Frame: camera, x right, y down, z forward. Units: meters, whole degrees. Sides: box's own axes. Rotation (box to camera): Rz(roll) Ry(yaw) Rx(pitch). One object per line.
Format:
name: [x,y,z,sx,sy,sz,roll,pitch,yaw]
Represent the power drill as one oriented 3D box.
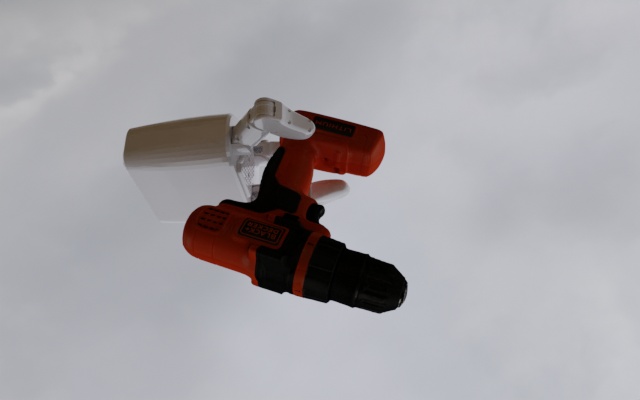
power drill: [0.000,0.001,0.423,0.184,0.057,0.187,17,46,10]
